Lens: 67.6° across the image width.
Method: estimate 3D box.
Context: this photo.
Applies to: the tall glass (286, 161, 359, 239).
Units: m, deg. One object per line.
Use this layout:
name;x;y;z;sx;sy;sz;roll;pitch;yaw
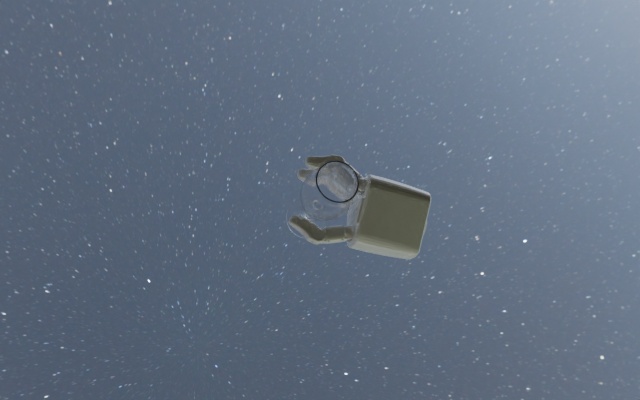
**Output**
tall glass;0.000;0.003;0.746;0.079;0.079;0.201;0;-17;-14
